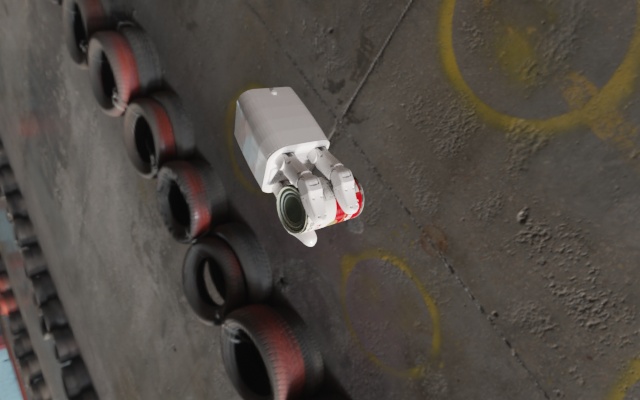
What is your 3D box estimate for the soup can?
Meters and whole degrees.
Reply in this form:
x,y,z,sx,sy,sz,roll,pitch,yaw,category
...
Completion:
x,y,z,sx,sy,sz,roll,pitch,yaw,category
0.000,0.003,0.649,0.102,0.068,0.068,-15,9,-39,soup can
